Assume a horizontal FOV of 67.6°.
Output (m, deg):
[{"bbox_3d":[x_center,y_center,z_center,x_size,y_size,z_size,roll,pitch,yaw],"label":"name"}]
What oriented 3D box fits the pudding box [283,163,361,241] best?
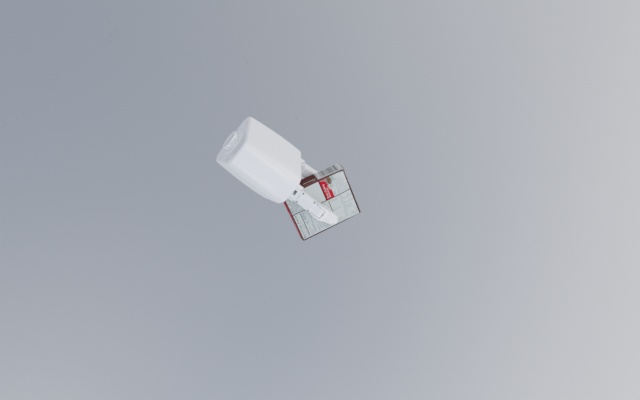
[{"bbox_3d":[0.000,0.003,0.797,0.113,0.090,0.039,-25,25,-4],"label":"pudding box"}]
